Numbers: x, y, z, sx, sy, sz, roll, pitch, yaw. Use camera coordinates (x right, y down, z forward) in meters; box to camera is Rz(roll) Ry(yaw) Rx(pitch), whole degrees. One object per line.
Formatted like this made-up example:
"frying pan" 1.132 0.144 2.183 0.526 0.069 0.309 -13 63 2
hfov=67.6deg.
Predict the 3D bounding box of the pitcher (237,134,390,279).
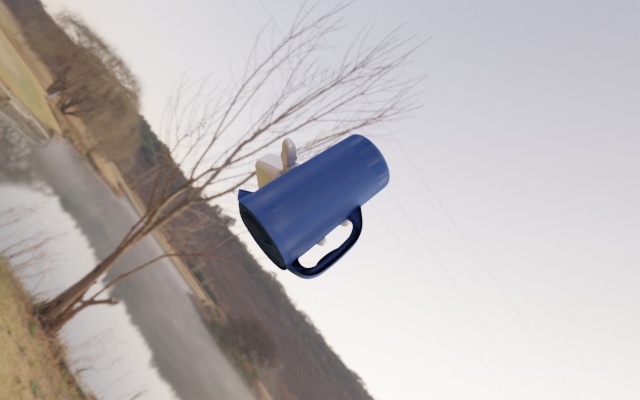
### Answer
"pitcher" 0.000 0.002 0.782 0.243 0.149 0.145 -35 30 -18
